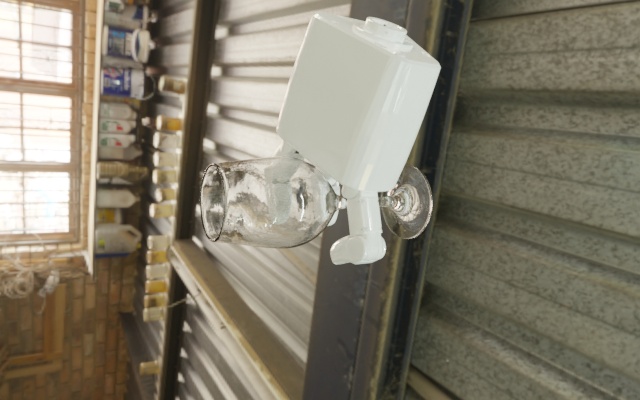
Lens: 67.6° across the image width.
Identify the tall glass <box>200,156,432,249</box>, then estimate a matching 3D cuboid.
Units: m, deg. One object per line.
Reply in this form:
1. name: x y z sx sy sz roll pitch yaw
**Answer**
1. tall glass: 0.001 0.002 0.425 0.201 0.079 0.079 -1 0 -31
